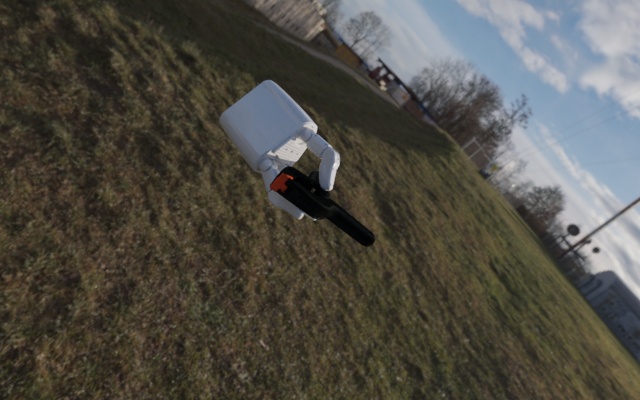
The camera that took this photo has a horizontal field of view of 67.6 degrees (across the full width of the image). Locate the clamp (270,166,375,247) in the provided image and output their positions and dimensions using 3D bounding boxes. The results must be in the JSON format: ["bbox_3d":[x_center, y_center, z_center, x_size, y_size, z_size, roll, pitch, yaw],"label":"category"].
[{"bbox_3d":[0.000,0.001,0.702,0.164,0.036,0.210,48,12,20],"label":"clamp"}]
